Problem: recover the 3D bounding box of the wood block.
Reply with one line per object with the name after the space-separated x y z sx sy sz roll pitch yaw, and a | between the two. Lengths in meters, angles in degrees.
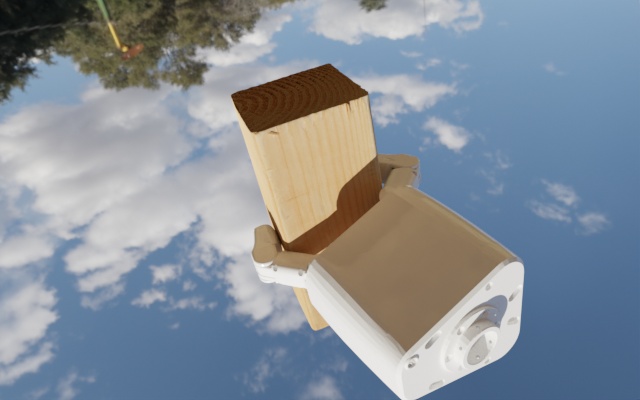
0.000 0.002 0.419 0.091 0.206 0.090 -20 35 -10 | wood block
